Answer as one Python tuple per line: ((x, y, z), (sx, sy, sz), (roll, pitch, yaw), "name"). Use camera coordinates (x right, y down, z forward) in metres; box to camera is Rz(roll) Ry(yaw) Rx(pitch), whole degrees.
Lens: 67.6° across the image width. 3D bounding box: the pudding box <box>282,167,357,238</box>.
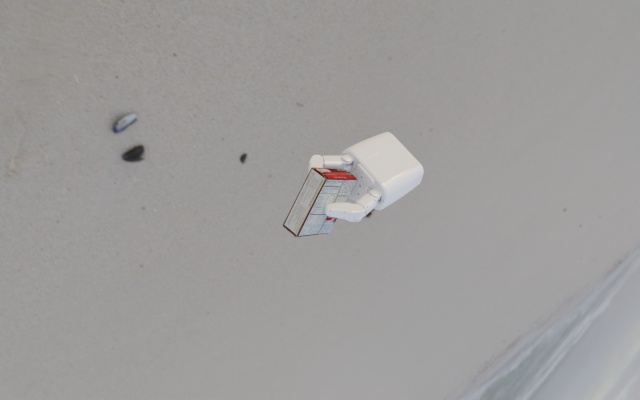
((0.000, 0.003, 0.767), (0.039, 0.113, 0.090), (38, 22, 31), "pudding box")
